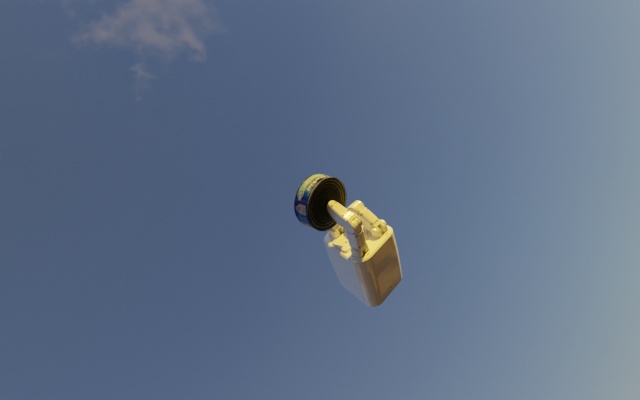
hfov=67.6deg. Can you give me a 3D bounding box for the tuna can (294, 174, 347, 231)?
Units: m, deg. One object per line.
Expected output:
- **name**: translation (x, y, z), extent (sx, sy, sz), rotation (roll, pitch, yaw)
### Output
- **tuna can**: translation (0.000, 0.002, 0.742), extent (0.033, 0.086, 0.086), rotation (17, 12, 42)
